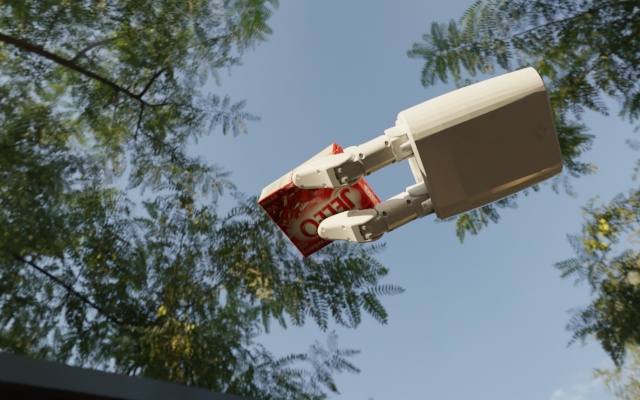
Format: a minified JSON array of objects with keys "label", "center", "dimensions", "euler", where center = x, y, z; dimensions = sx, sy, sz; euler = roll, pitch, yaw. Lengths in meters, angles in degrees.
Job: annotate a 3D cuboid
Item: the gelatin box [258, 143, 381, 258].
[{"label":"gelatin box","center":[0.000,0.001,0.438],"dimensions":[0.089,0.073,0.030],"euler":[-31,21,20]}]
